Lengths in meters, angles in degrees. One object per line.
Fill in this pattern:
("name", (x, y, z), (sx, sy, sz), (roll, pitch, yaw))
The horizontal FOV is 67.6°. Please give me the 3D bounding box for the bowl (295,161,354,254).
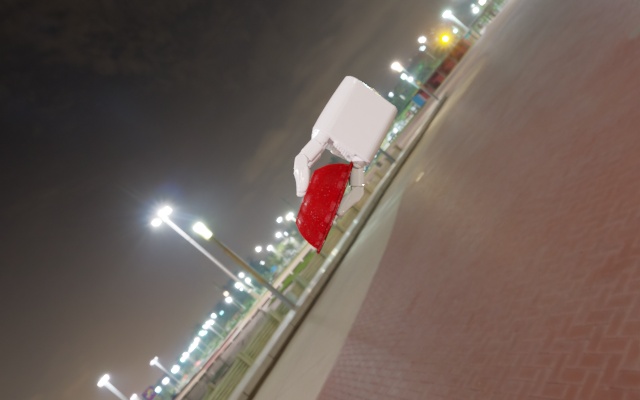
("bowl", (-0.001, 0.004, 0.775), (0.055, 0.162, 0.162), (20, -1, -1))
